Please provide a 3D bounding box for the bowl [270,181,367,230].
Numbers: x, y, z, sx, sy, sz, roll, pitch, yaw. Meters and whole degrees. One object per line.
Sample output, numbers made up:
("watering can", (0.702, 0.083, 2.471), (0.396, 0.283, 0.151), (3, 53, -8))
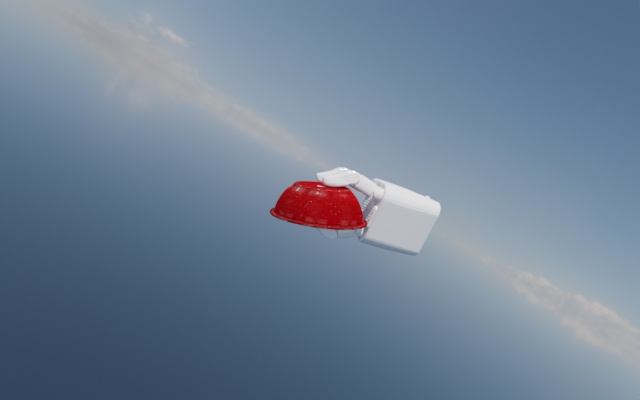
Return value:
("bowl", (-0.001, 0.002, 0.776), (0.162, 0.055, 0.162), (7, 9, -1))
